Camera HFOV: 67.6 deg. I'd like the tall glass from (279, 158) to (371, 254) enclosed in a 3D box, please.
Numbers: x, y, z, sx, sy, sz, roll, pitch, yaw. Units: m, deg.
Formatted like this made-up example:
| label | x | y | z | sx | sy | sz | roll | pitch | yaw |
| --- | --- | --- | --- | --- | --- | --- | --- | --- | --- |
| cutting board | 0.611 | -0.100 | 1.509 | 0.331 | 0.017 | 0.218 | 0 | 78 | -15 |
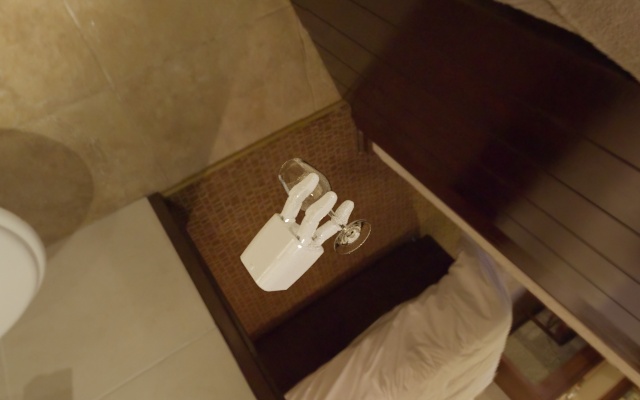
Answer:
| label | x | y | z | sx | sy | sz | roll | pitch | yaw |
| --- | --- | --- | --- | --- | --- | --- | --- | --- | --- |
| tall glass | 0.001 | 0.003 | 0.855 | 0.079 | 0.079 | 0.201 | 0 | 37 | -42 |
